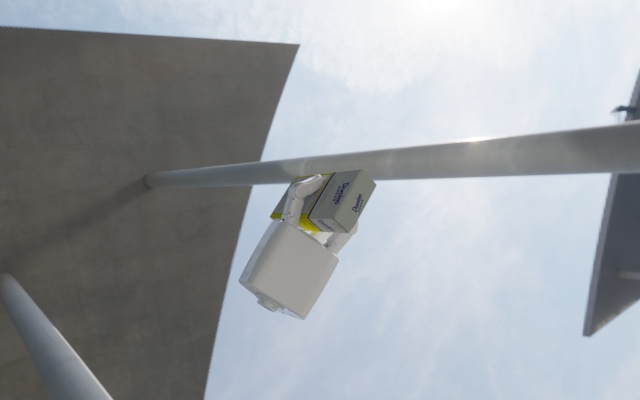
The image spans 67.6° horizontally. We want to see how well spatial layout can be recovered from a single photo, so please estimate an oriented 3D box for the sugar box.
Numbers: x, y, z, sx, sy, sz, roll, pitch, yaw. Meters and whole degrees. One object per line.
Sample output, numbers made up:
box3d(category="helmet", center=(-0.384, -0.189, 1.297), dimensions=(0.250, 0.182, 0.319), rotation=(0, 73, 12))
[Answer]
box3d(category="sugar box", center=(0.000, 0.003, 0.756), dimensions=(0.048, 0.093, 0.176), rotation=(44, -24, -30))
